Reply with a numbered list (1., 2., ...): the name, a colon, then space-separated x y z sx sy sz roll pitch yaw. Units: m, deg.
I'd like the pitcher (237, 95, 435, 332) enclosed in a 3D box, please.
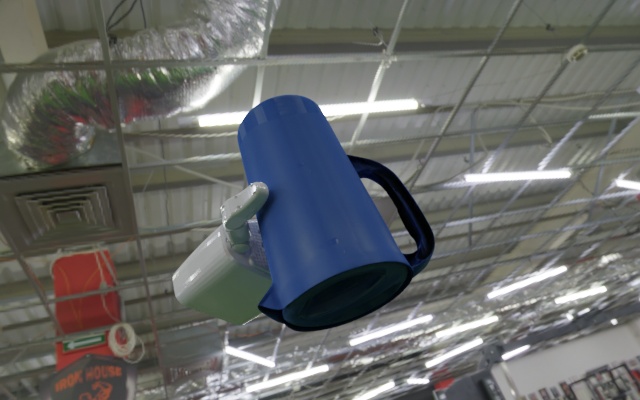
1. pitcher: 0.000 0.002 0.512 0.149 0.242 0.145 16 -48 -45
